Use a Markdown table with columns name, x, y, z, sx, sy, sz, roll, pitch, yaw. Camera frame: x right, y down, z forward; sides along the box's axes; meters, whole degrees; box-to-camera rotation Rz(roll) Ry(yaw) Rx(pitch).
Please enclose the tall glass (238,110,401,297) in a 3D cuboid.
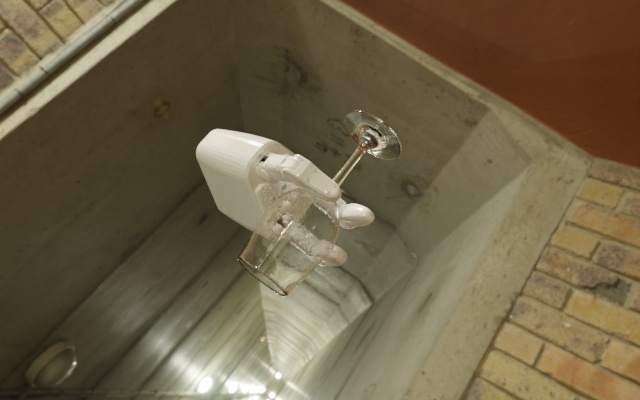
| name | x | y | z | sx | sy | sz | roll | pitch | yaw |
| --- | --- | --- | --- | --- | --- | --- | --- | --- | --- |
| tall glass | 0.001 | 0.001 | 0.500 | 0.079 | 0.201 | 0.079 | 33 | -19 | 13 |
